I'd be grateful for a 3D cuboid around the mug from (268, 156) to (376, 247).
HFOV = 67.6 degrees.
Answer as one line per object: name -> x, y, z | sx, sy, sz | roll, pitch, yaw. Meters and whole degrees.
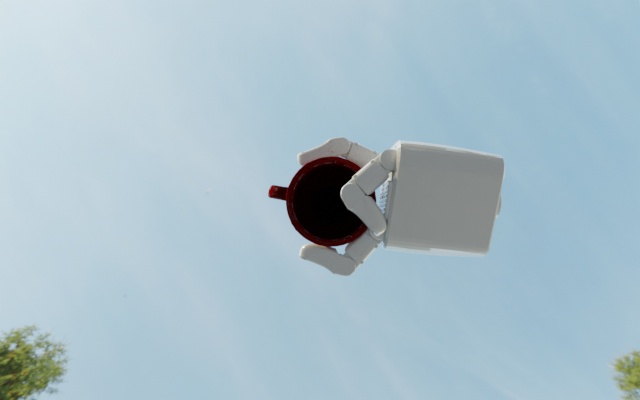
mug -> -0.001, 0.002, 0.529 | 0.117, 0.093, 0.081 | 8, -3, 2
